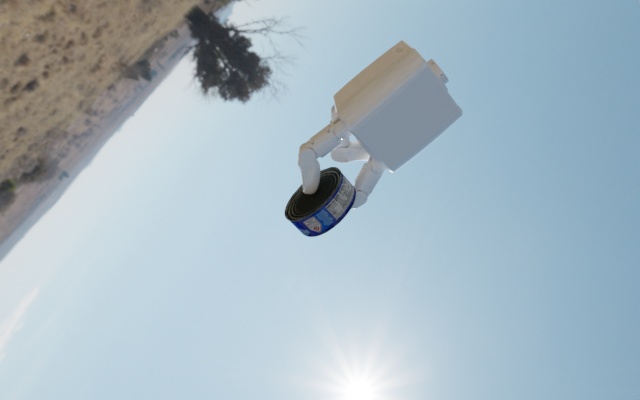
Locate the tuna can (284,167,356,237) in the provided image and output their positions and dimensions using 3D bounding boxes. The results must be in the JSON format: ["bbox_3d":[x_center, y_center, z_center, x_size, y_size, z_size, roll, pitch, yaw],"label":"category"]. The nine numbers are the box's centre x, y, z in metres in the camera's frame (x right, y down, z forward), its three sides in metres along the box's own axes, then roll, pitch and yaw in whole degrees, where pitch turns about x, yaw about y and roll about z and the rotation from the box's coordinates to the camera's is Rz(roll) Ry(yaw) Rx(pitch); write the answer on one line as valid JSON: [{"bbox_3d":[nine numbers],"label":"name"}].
[{"bbox_3d":[0.000,0.002,0.571,0.034,0.086,0.086,47,-24,-24],"label":"tuna can"}]
